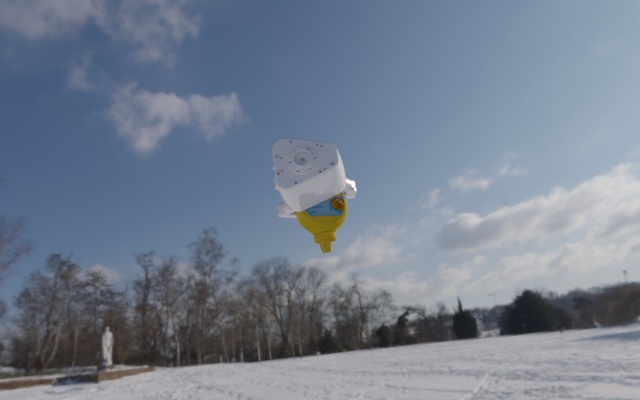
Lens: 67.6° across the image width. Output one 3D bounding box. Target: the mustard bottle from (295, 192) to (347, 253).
[{"bbox_3d":[0.000,0.003,0.892,0.096,0.191,0.058,-1,-20,-19],"label":"mustard bottle"}]
